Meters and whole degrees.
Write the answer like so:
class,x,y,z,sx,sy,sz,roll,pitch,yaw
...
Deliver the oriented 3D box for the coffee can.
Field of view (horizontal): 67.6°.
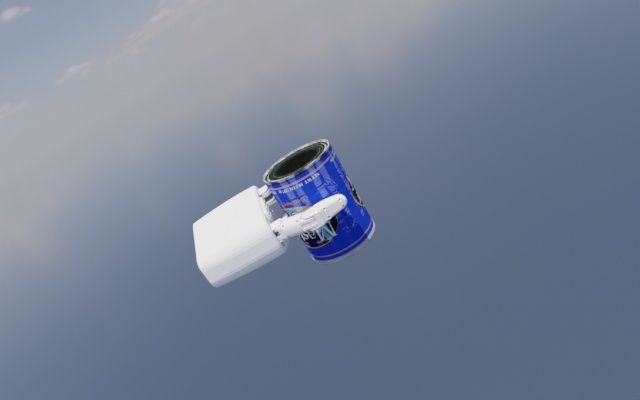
class,x,y,z,sx,sy,sz,roll,pitch,yaw
coffee can,0.000,0.002,0.660,0.103,0.140,0.102,-26,22,11
